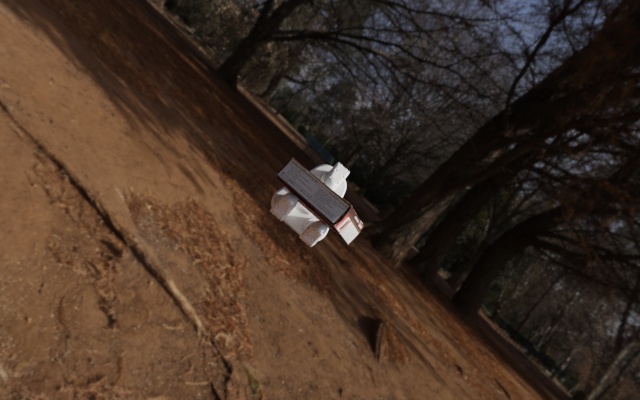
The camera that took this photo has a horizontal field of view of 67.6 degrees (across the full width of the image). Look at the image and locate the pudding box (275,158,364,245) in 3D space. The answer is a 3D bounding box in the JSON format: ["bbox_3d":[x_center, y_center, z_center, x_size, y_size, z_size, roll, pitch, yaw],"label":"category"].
[{"bbox_3d":[0.000,0.002,0.639,0.113,0.039,0.090,38,-6,24],"label":"pudding box"}]
